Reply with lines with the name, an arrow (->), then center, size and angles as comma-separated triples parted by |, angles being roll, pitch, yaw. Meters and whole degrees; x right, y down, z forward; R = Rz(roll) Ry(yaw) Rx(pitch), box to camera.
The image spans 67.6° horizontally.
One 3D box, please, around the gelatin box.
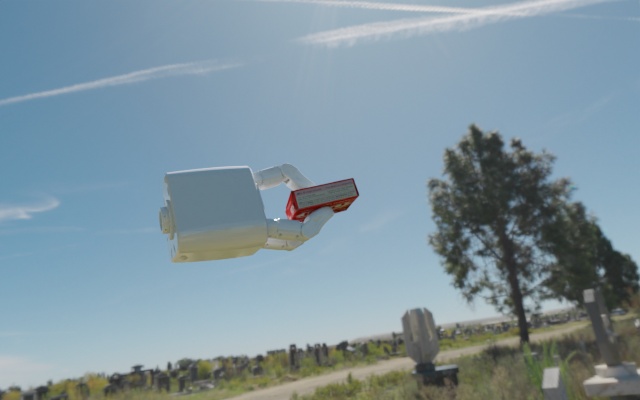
gelatin box -> 0.000, 0.002, 0.648 | 0.089, 0.030, 0.073 | -13, -14, -14
